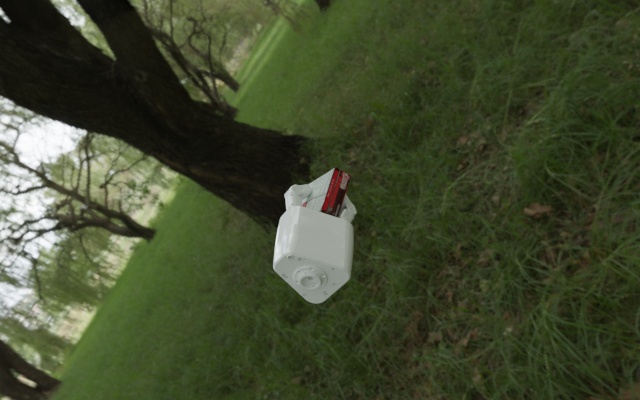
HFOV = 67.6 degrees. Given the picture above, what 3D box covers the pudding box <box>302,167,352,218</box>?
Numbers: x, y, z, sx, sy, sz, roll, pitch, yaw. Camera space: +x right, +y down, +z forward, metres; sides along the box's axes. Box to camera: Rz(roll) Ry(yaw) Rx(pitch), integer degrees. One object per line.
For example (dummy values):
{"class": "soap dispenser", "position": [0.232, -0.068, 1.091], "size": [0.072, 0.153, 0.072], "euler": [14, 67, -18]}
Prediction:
{"class": "pudding box", "position": [0.000, 0.003, 0.817], "size": [0.039, 0.090, 0.113], "euler": [31, -28, -21]}
